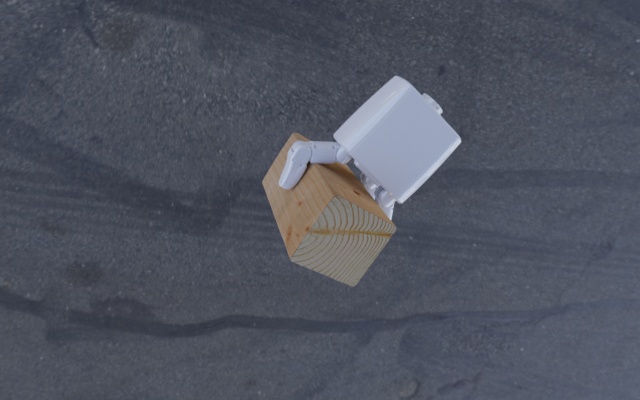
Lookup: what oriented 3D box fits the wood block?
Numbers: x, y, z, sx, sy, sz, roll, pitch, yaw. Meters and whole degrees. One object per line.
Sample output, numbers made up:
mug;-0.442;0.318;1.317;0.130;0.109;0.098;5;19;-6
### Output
wood block;0.000;0.002;0.603;0.091;0.090;0.206;27;16;-26
